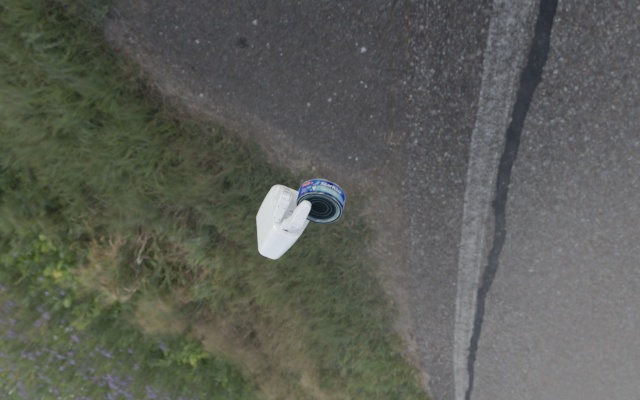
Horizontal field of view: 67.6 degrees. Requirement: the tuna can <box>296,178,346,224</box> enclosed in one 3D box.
[{"bbox_3d":[0.000,0.003,0.847,0.086,0.033,0.086,7,-42,7],"label":"tuna can"}]
